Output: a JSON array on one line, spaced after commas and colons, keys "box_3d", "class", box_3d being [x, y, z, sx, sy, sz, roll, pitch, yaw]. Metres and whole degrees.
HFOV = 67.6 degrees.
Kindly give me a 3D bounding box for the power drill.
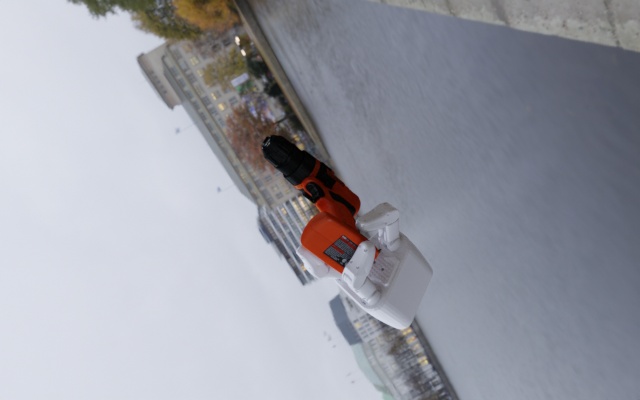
[{"box_3d": [0.000, 0.003, 0.642, 0.184, 0.057, 0.187, 36, 21, -28], "class": "power drill"}]
